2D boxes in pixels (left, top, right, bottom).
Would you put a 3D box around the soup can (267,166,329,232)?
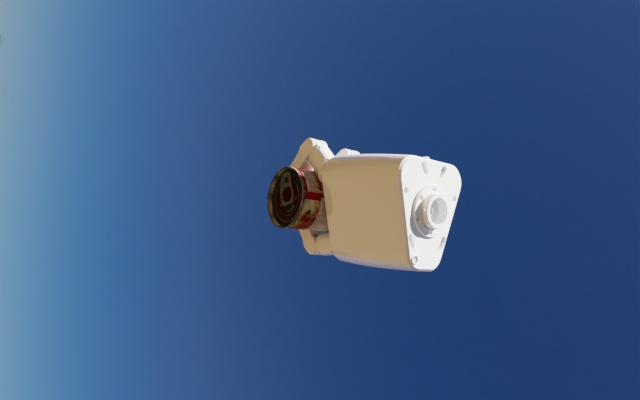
[{"bbox_3d":[0.000,0.002,0.547,0.102,0.068,0.068,8,-5,-38],"label":"soup can"}]
